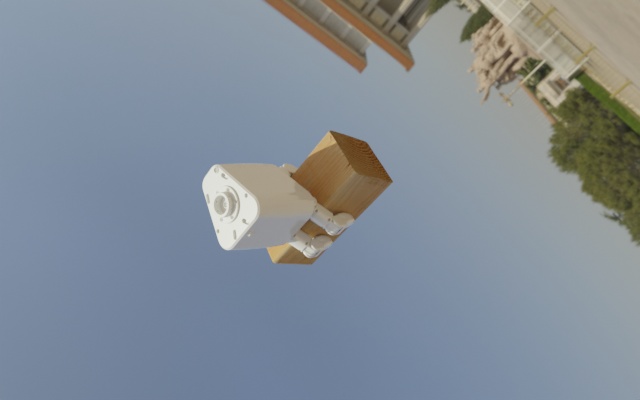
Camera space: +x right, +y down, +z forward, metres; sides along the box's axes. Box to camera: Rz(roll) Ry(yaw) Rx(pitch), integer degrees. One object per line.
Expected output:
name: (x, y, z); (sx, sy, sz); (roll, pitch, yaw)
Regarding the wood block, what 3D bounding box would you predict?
wood block: (0.000, 0.002, 0.743); (0.090, 0.090, 0.206); (9, -47, -45)
